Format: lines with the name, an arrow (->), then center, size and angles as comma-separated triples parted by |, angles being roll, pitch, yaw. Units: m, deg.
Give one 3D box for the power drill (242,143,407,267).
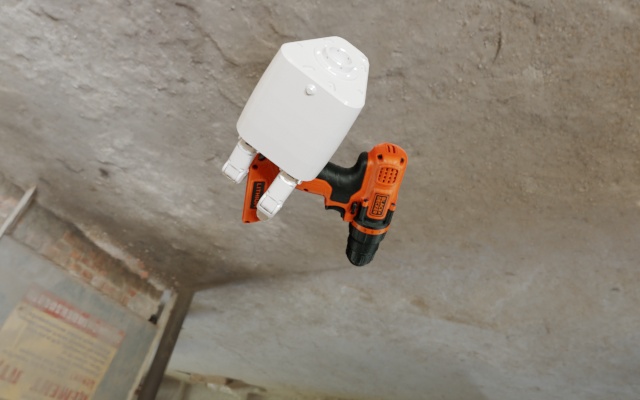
power drill -> 0.000, 0.002, 0.598 | 0.187, 0.185, 0.057 | 8, 34, -7
